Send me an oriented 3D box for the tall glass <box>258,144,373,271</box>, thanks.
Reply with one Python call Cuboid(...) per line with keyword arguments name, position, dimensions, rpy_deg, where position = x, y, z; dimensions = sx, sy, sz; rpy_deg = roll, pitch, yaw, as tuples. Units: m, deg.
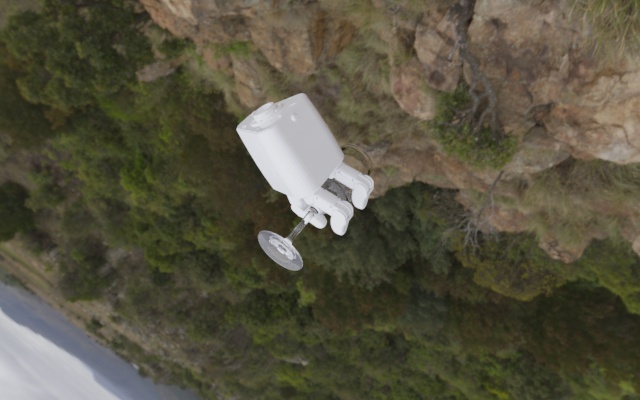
Cuboid(name="tall glass", position=(0.000, 0.003, 0.688), dimensions=(0.079, 0.079, 0.201), rpy_deg=(0, 41, 47))
